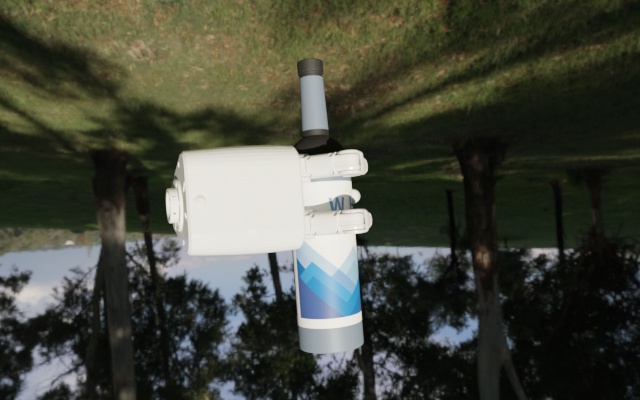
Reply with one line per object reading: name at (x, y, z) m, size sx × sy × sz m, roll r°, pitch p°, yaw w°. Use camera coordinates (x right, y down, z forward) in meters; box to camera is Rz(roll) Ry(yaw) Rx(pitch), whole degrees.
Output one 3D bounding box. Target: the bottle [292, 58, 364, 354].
bottle at (0.000, 0.002, 0.496) m, size 0.069 × 0.295 × 0.069 m, roll -4°, pitch -2°, yaw 0°
